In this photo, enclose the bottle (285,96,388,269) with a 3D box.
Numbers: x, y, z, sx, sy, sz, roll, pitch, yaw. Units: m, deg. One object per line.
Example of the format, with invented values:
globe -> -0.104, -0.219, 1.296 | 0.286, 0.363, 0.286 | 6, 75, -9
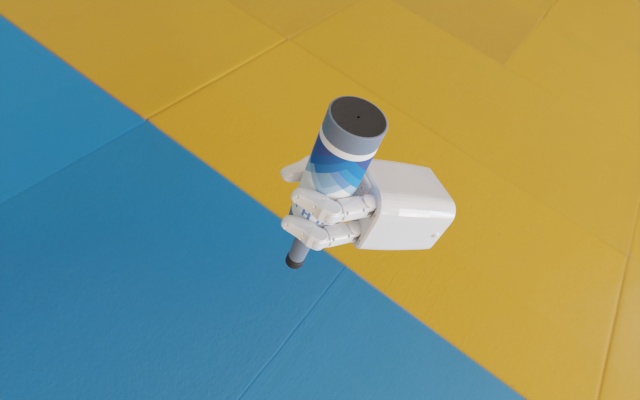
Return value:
bottle -> 0.000, 0.002, 0.608 | 0.069, 0.069, 0.296 | 0, -38, -20
